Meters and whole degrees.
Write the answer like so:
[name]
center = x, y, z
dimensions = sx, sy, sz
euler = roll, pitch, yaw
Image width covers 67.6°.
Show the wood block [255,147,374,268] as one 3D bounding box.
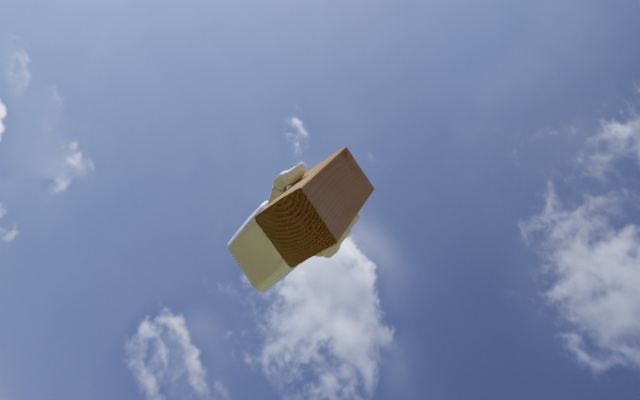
[wood block]
center = 0.000, 0.002, 0.724
dimensions = 0.090, 0.091, 0.206
euler = -32, 8, 28
